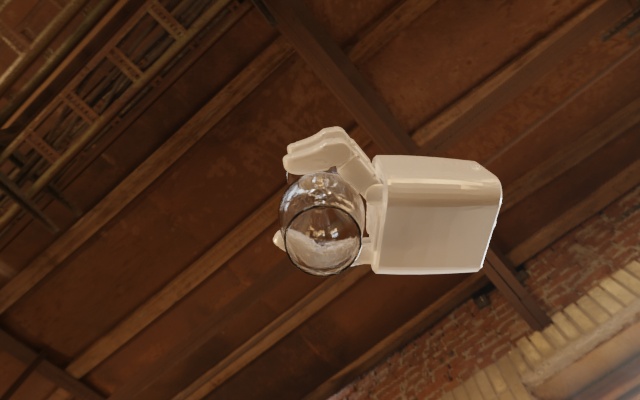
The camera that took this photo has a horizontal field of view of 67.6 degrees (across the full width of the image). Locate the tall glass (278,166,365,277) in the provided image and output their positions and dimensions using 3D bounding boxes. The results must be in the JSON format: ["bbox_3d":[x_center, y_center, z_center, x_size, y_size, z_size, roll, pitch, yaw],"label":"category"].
[{"bbox_3d":[0.000,0.001,0.468,0.079,0.079,0.201,0,18,-1],"label":"tall glass"}]
